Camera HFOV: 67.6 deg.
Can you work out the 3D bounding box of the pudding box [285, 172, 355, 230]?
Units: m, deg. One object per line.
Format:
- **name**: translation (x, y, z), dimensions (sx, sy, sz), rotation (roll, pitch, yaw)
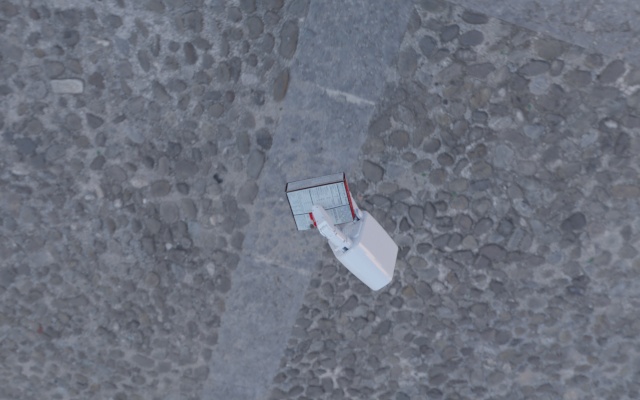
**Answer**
- **pudding box**: translation (0.000, 0.003, 0.874), dimensions (0.113, 0.090, 0.039), rotation (-11, 29, 8)
